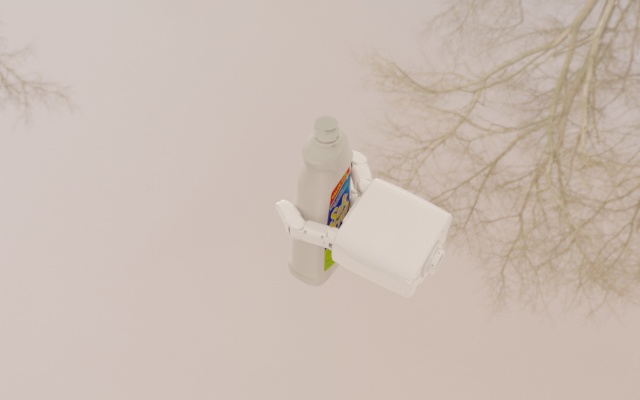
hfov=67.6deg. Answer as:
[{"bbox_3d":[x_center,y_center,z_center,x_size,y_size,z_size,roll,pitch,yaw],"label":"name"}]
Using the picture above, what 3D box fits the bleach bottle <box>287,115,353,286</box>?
[{"bbox_3d":[0.000,0.002,0.637,0.068,0.251,0.102,26,51,22],"label":"bleach bottle"}]
